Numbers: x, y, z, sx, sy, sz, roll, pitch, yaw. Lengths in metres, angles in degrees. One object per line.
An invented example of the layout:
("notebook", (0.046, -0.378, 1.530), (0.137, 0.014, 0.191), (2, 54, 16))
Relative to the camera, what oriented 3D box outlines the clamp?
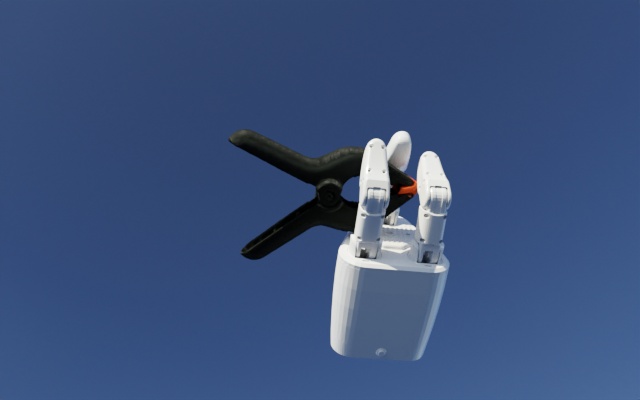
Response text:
("clamp", (0.000, 0.001, 0.437), (0.171, 0.120, 0.039), (5, 23, -4))
